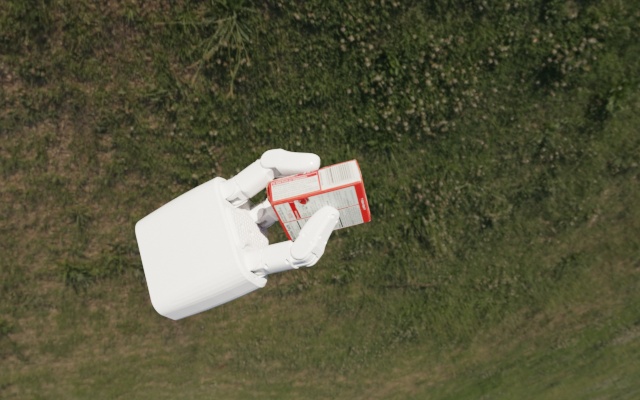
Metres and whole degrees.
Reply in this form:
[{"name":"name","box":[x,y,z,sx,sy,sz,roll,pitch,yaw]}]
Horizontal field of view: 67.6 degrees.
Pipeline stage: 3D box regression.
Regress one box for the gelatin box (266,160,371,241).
[{"name":"gelatin box","box":[0.000,0.002,0.467,0.089,0.030,0.073,-14,-35,5]}]
